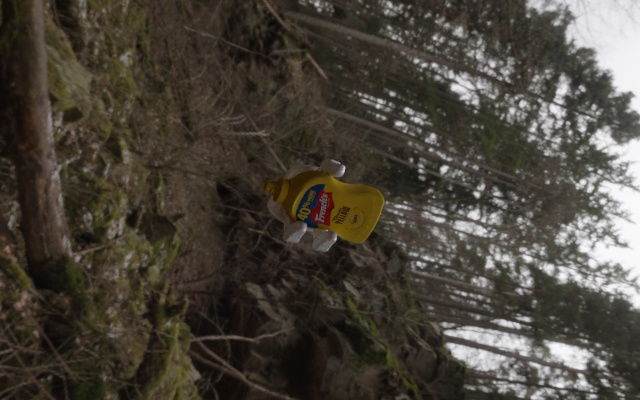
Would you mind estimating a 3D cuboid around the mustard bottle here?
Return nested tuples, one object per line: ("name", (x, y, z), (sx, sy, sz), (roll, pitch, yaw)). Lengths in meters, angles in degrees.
("mustard bottle", (0.000, 0.003, 0.772), (0.191, 0.096, 0.058), (17, 25, -20))
